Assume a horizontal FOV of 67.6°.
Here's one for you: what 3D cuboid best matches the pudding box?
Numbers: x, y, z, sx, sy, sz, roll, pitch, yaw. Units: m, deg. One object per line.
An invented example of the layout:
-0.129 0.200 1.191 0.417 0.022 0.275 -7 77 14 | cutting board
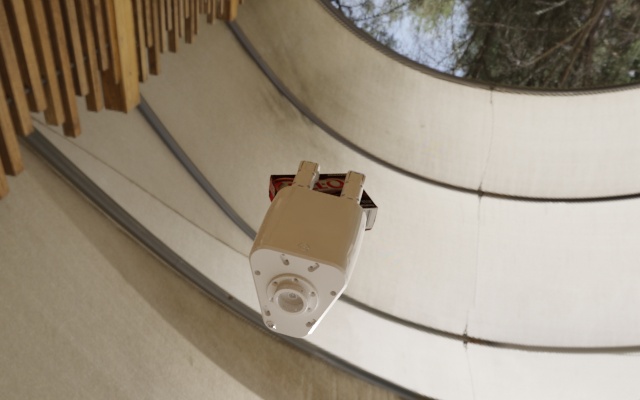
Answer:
0.000 0.002 0.580 0.113 0.039 0.090 -1 31 -20 | pudding box
